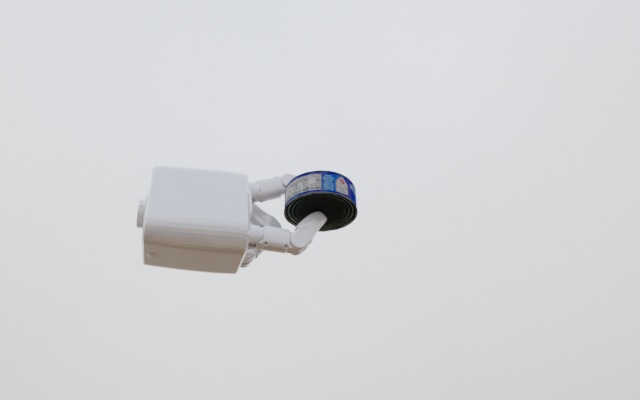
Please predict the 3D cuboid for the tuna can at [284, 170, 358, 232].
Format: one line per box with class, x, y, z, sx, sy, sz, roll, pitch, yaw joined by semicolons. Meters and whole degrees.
tuna can;0.000;0.001;0.562;0.086;0.033;0.086;-1;-33;0
